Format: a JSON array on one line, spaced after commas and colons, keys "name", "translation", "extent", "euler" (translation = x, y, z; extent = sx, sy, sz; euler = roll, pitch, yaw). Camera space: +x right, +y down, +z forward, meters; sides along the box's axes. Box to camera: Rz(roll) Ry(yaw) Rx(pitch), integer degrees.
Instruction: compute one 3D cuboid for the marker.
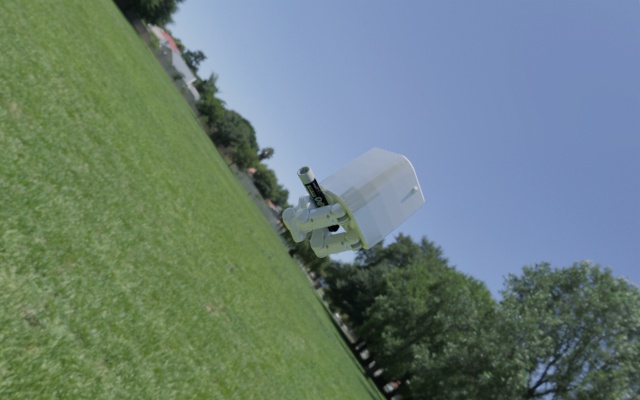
[{"name": "marker", "translation": [0.000, 0.002, 0.655], "extent": [0.020, 0.020, 0.121], "euler": [0, -42, 29]}]
